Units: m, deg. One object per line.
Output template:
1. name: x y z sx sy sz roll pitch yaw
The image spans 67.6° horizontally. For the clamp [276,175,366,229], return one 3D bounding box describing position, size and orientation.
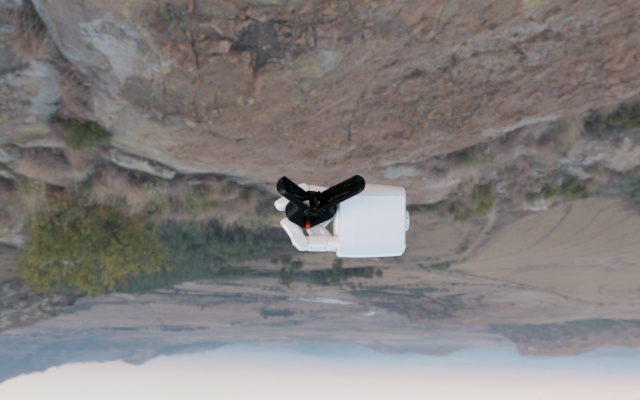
1. clamp: 0.000 0.003 0.702 0.120 0.039 0.171 1 -18 -1
